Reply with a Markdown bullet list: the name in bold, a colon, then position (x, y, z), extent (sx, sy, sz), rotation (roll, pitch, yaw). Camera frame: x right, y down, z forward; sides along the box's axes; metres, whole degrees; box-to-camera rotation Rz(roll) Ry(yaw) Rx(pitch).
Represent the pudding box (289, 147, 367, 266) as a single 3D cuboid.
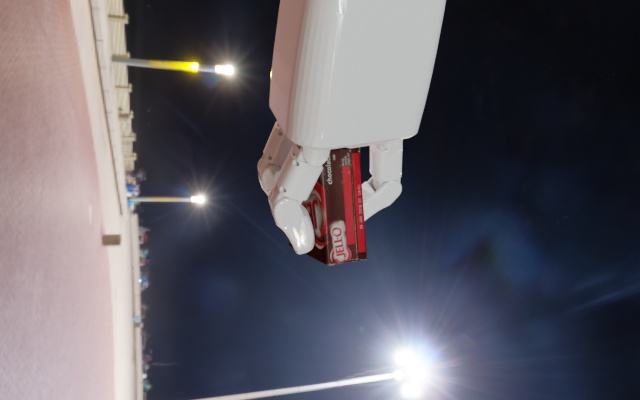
- **pudding box**: position (0.000, 0.001, 0.409), extent (0.039, 0.090, 0.113), rotation (-4, 4, -17)
